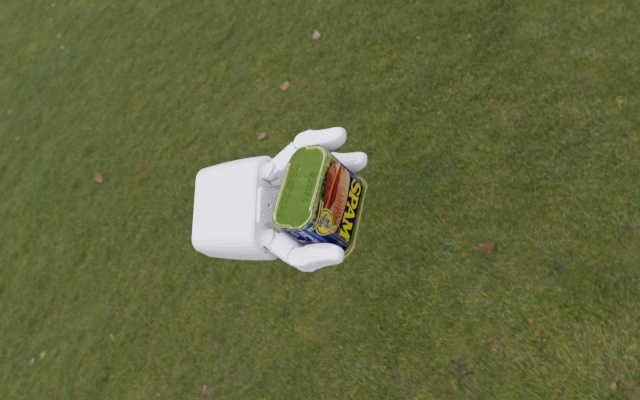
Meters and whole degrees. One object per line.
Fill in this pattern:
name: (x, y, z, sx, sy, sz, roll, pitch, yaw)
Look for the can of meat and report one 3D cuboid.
can of meat: (0.000, 0.002, 0.515, 0.057, 0.102, 0.084, -1, -26, 36)
